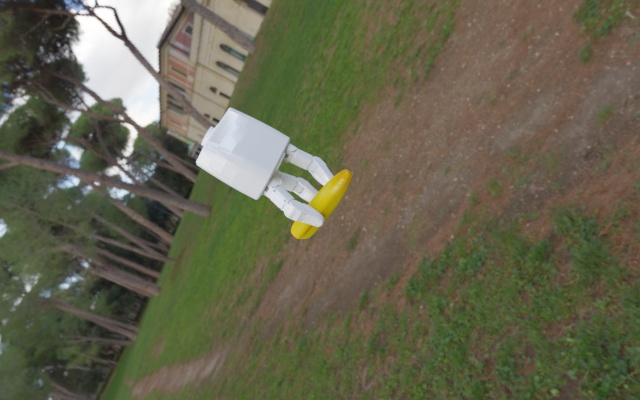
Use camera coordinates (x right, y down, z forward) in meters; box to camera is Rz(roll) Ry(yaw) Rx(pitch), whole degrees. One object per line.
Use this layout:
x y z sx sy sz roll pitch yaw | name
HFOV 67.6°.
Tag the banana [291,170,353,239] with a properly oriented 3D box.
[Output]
-0.008 0.018 0.760 0.037 0.069 0.198 31 -33 -6 | banana
